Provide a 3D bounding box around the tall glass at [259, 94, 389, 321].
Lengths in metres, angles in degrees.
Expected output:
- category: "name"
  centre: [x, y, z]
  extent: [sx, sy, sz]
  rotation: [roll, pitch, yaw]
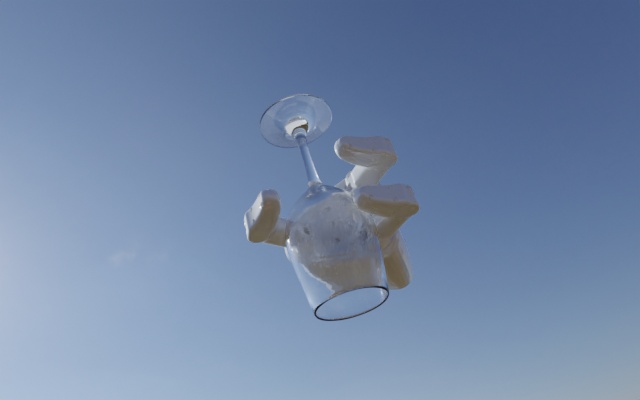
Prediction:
- category: "tall glass"
  centre: [0.000, 0.001, 0.426]
  extent: [0.079, 0.201, 0.079]
  rotation: [-12, -33, -8]
